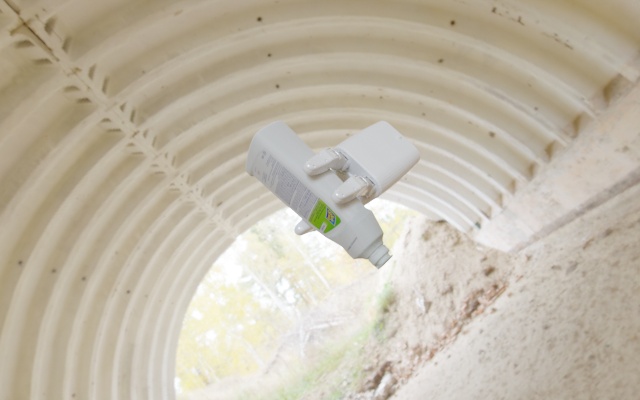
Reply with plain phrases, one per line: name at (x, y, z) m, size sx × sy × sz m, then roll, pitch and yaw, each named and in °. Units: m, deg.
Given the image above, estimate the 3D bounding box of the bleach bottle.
bleach bottle at (0.000, 0.002, 0.680) m, size 0.068 × 0.250 × 0.103 m, roll -35°, pitch -17°, yaw -33°
